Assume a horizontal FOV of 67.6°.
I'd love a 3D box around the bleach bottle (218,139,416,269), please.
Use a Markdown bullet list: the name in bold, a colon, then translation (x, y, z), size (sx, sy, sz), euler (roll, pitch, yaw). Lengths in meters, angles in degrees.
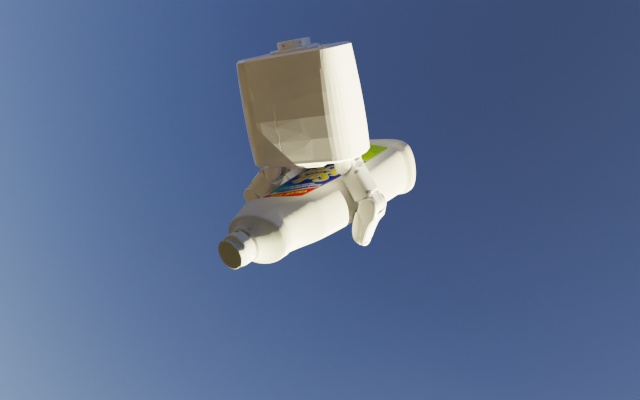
- **bleach bottle**: translation (0.000, 0.002, 0.501), size (0.102, 0.068, 0.250), euler (4, 24, 37)
